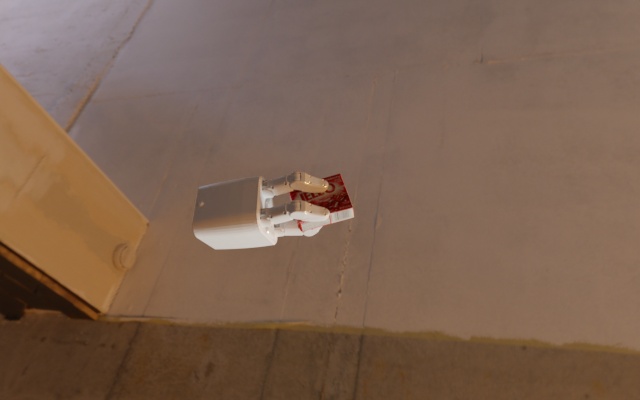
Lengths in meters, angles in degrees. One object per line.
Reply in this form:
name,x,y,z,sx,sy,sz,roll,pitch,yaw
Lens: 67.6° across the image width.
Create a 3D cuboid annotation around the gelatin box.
gelatin box,0.001,0.003,0.748,0.089,0.073,0.030,-15,-38,-4
